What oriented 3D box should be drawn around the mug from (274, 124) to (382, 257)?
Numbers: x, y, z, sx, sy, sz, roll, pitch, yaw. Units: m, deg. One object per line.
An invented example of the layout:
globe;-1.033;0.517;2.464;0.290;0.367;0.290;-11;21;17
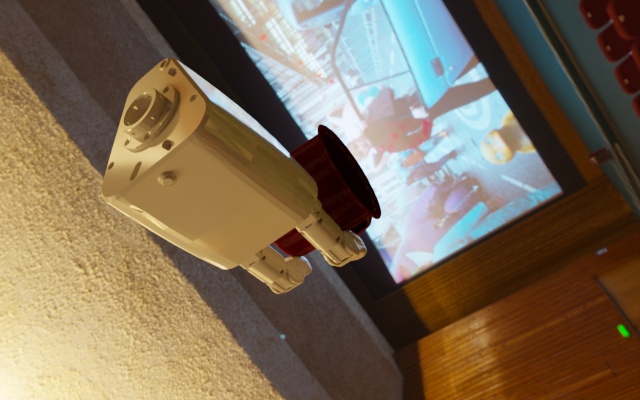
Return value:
mug;0.001;0.002;0.421;0.081;0.093;0.117;-33;-44;16
